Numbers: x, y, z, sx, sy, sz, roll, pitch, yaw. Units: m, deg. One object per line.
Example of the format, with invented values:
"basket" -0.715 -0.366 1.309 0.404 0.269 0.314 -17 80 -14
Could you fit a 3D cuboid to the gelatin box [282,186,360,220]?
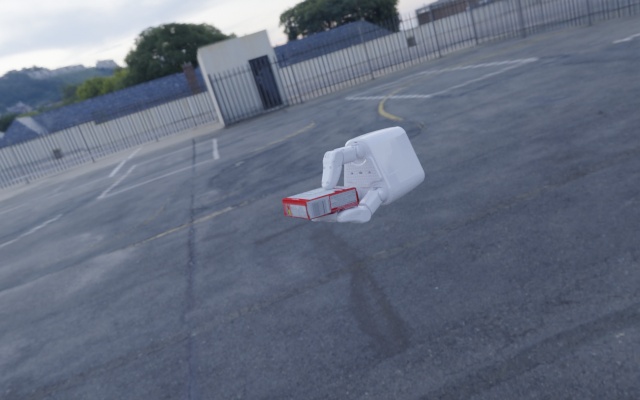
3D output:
"gelatin box" 0.000 0.002 0.697 0.089 0.030 0.073 -16 11 -30
